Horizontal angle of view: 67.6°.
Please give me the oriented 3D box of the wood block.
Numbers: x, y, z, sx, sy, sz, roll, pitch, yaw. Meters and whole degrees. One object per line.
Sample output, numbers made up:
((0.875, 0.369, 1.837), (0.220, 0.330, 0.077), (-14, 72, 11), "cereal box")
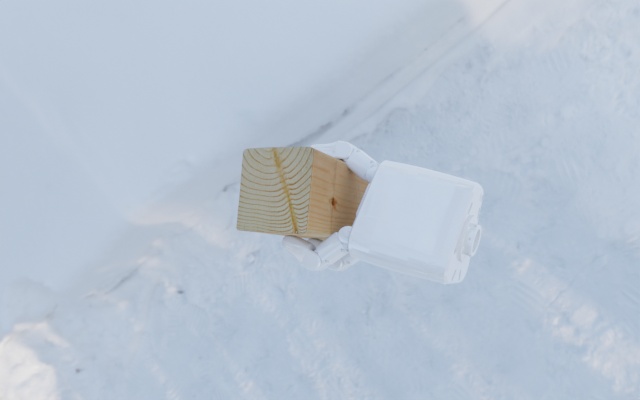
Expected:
((0.000, 0.002, 0.581), (0.090, 0.091, 0.206), (1, -7, 29), "wood block")
